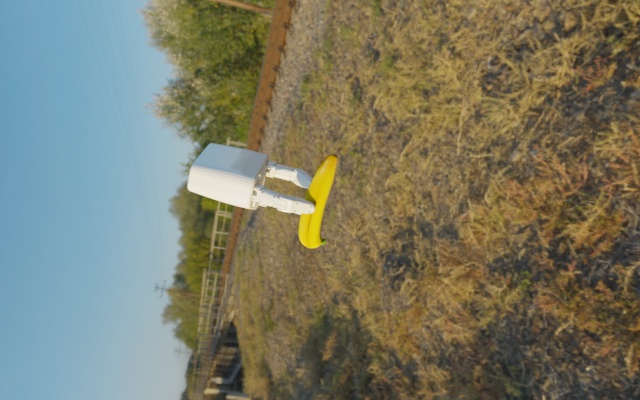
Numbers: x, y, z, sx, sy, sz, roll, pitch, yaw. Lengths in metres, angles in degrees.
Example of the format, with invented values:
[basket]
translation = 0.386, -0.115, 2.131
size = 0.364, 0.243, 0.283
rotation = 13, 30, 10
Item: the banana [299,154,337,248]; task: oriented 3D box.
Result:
[banana]
translation = -0.008, 0.015, 0.800
size = 0.037, 0.198, 0.069
rotation = 21, 41, 14
